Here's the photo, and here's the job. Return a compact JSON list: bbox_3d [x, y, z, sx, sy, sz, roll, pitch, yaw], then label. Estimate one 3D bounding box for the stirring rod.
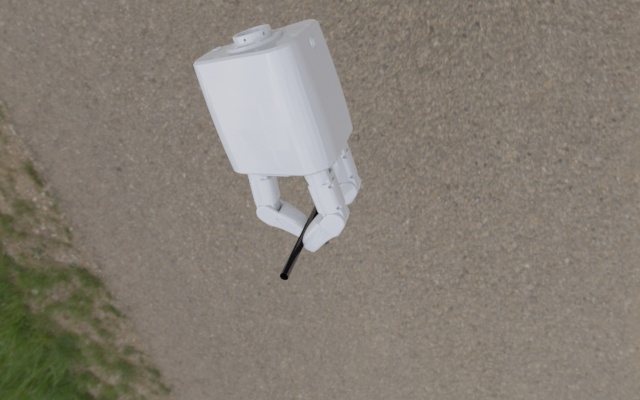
[{"bbox_3d":[0.000,0.002,0.513,0.011,0.011,0.239,0,33,18],"label":"stirring rod"}]
